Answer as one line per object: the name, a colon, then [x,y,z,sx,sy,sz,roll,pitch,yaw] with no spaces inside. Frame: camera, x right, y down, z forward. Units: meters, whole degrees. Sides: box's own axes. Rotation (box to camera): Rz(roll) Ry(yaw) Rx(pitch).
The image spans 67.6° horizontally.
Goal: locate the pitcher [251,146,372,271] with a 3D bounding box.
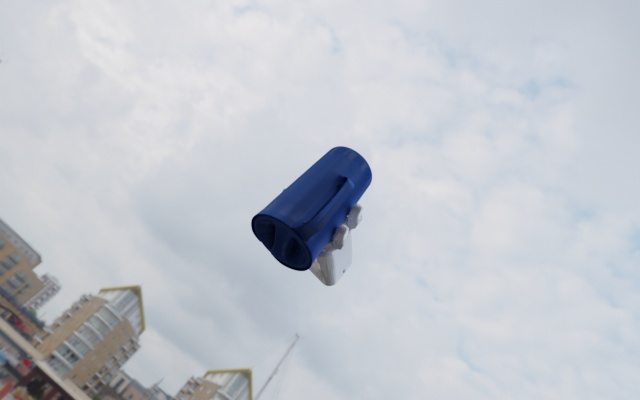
pitcher: [0.000,0.003,0.887,0.149,0.145,0.242,22,52,28]
